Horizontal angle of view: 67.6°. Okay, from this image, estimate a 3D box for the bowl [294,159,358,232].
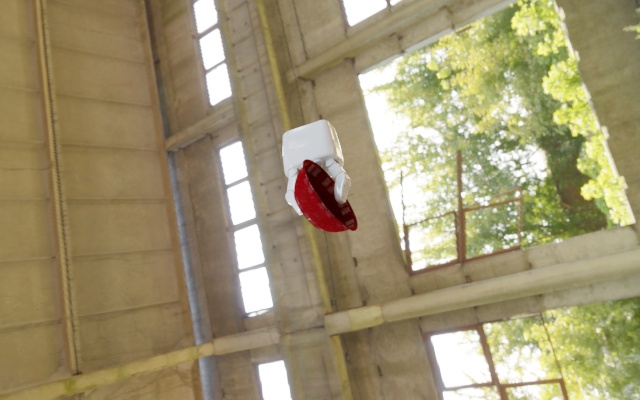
[{"bbox_3d":[0.000,0.004,0.891,0.055,0.162,0.162,-36,-12,16],"label":"bowl"}]
